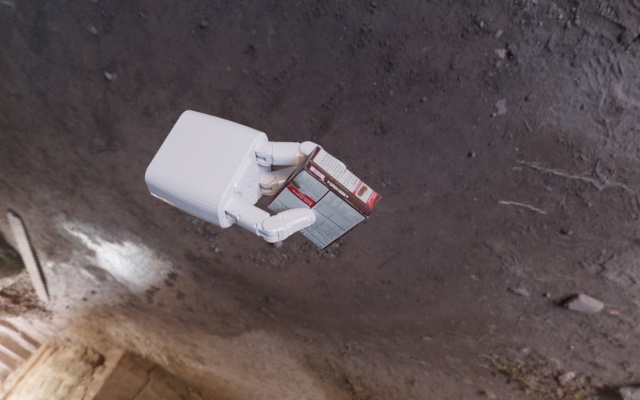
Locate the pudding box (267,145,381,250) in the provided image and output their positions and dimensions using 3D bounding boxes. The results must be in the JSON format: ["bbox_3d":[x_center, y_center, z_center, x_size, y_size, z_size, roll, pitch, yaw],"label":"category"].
[{"bbox_3d":[0.000,0.002,0.542,0.090,0.039,0.113,37,-34,-8],"label":"pudding box"}]
